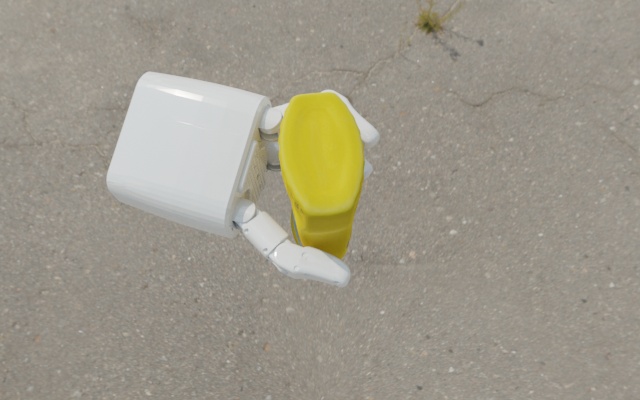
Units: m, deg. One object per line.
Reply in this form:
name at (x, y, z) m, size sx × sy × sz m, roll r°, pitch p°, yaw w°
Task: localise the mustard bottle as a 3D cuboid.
mustard bottle at (0.000, 0.001, 0.404) m, size 0.058 × 0.096 × 0.192 m, roll -8°, pitch -23°, yaw -4°
